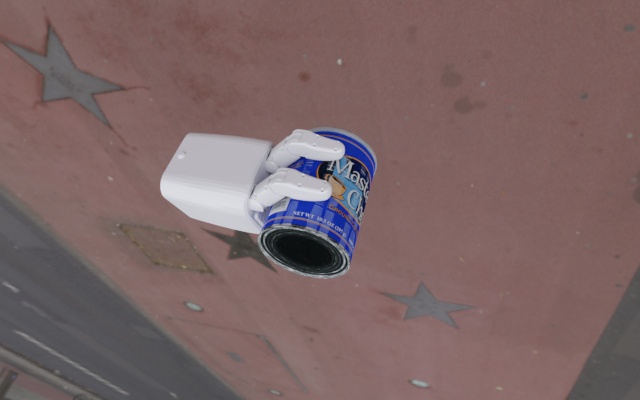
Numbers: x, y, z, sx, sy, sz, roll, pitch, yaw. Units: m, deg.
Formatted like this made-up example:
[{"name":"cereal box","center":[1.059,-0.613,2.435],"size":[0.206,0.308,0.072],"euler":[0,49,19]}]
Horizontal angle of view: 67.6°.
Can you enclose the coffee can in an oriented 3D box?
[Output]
[{"name":"coffee can","center":[0.000,0.002,0.542],"size":[0.103,0.140,0.103],"euler":[13,-34,9]}]
